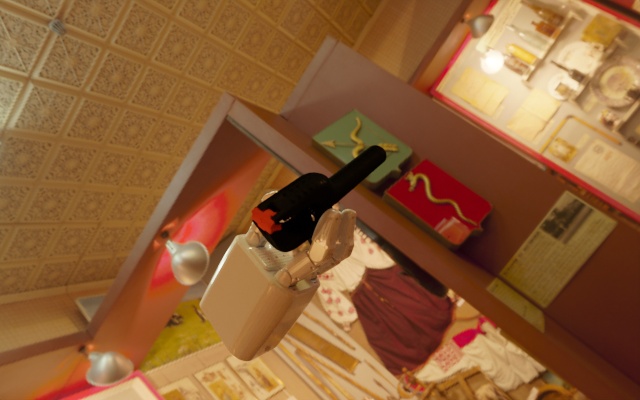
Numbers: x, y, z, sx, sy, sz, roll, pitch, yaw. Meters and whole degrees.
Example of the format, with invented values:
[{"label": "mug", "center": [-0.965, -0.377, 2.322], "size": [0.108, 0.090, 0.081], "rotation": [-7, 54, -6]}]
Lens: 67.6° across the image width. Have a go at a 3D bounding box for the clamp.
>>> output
[{"label": "clamp", "center": [-0.001, 0.001, 0.534], "size": [0.036, 0.164, 0.210], "rotation": [36, 14, 21]}]
